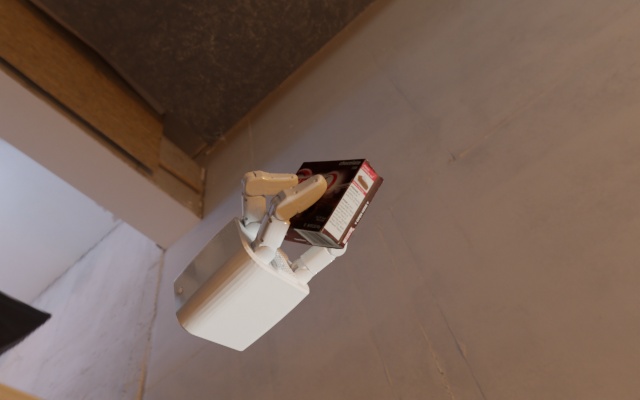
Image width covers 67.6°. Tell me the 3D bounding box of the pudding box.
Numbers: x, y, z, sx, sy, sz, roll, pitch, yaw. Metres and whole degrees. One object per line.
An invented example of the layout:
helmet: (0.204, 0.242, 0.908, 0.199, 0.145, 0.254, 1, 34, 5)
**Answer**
pudding box: (0.000, 0.002, 0.503, 0.039, 0.090, 0.113, 44, -23, -31)
